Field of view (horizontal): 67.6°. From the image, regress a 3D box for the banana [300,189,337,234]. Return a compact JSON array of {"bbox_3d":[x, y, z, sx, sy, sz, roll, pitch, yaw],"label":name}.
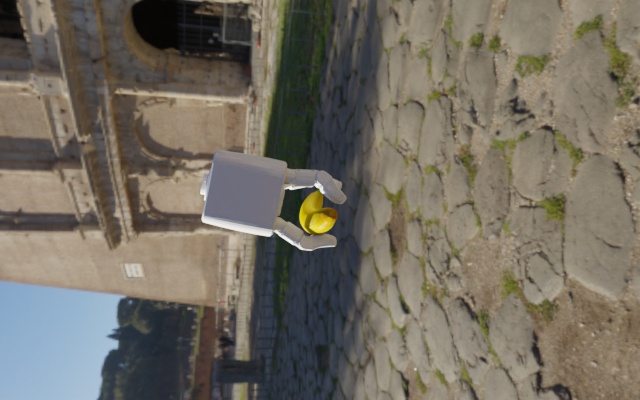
[{"bbox_3d":[-0.007,0.018,0.759,0.037,0.069,0.197,20,13,-10],"label":"banana"}]
